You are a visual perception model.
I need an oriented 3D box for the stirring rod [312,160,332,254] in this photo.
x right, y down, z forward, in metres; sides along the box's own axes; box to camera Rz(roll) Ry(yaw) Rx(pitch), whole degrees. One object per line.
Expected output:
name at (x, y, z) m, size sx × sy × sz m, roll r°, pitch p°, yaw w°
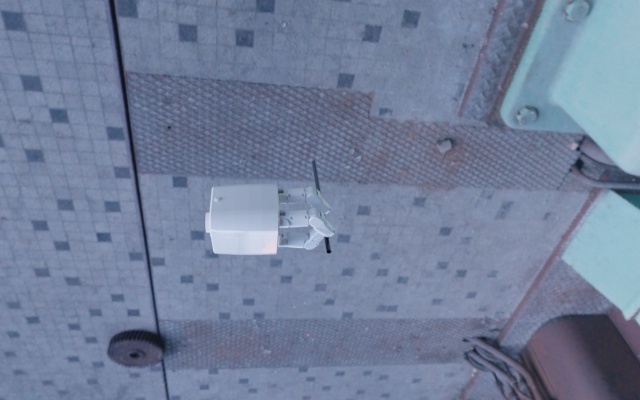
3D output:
stirring rod at (0.000, 0.003, 0.838) m, size 0.011 × 0.011 × 0.239 m, roll 0°, pitch 40°, yaw -8°
